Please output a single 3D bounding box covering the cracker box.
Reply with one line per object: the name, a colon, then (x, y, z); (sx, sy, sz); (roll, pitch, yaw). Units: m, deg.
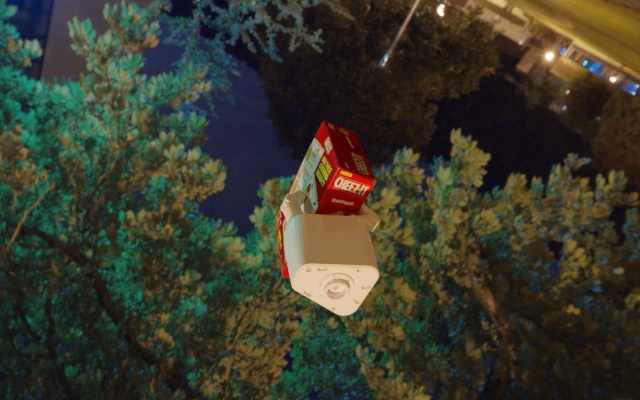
cracker box: (0.000, 0.003, 0.782); (0.072, 0.214, 0.164); (18, 29, -20)
